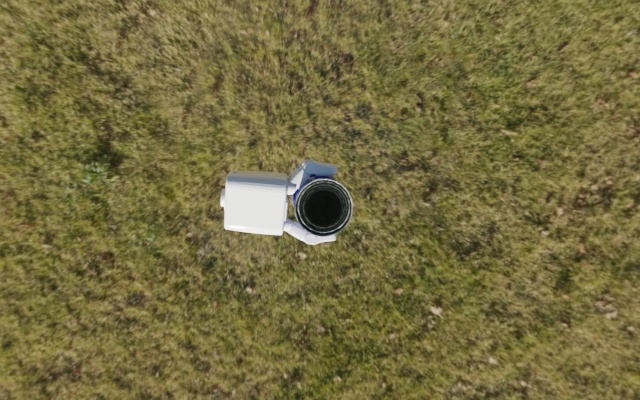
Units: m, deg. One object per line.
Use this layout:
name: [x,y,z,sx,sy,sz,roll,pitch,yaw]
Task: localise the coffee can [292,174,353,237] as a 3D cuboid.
coffee can: [0.000,0.003,0.888,0.103,0.103,0.140,0,8,-5]
